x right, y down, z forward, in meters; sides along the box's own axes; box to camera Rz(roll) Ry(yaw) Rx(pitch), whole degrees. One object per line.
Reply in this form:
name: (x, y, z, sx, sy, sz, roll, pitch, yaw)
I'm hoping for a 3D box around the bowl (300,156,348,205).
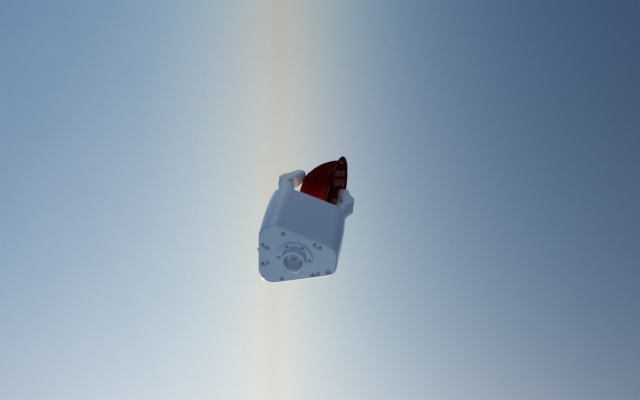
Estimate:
bowl: (0.000, 0.002, 0.789, 0.055, 0.162, 0.162, 11, 2, 13)
